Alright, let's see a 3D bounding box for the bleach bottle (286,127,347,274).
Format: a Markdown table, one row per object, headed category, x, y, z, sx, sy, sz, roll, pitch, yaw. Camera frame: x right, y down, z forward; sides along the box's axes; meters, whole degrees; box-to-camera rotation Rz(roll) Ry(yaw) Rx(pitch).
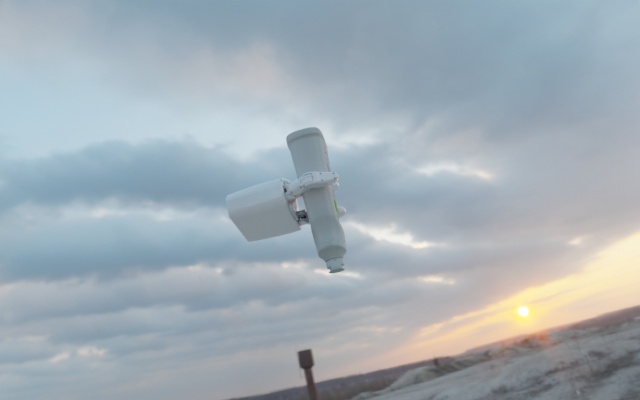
| category | x | y | z | sx | sy | sz | roll | pitch | yaw |
| --- | --- | --- | --- | --- | --- | --- | --- | --- | --- |
| bleach bottle | 0.000 | 0.003 | 0.846 | 0.068 | 0.250 | 0.103 | -15 | -21 | 7 |
